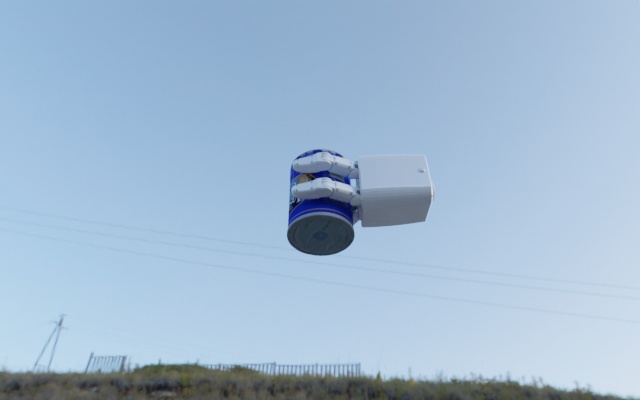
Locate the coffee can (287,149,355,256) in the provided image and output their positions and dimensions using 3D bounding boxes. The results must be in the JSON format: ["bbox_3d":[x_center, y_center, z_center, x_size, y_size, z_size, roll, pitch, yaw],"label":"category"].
[{"bbox_3d":[0.000,0.003,0.765,0.103,0.140,0.103,0,-41,0],"label":"coffee can"}]
